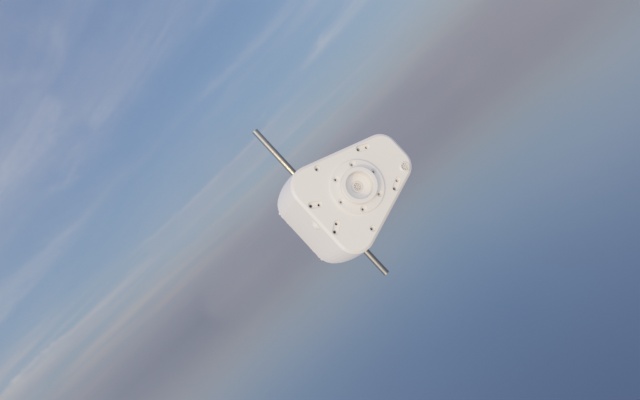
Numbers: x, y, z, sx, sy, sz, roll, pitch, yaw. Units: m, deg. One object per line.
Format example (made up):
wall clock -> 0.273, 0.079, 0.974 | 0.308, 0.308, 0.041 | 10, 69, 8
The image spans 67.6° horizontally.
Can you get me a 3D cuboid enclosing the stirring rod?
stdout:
stirring rod -> 0.000, 0.002, 0.592 | 0.011, 0.239, 0.011 | -43, -1, -1
